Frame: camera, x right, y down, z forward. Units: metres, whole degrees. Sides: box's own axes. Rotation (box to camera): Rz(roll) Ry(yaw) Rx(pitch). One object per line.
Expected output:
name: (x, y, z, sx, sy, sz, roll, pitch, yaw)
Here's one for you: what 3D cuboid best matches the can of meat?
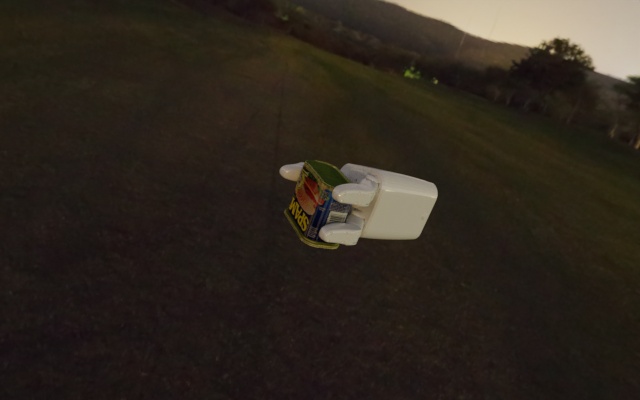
can of meat: (0.000, 0.002, 0.639, 0.057, 0.084, 0.102, 10, 23, -27)
